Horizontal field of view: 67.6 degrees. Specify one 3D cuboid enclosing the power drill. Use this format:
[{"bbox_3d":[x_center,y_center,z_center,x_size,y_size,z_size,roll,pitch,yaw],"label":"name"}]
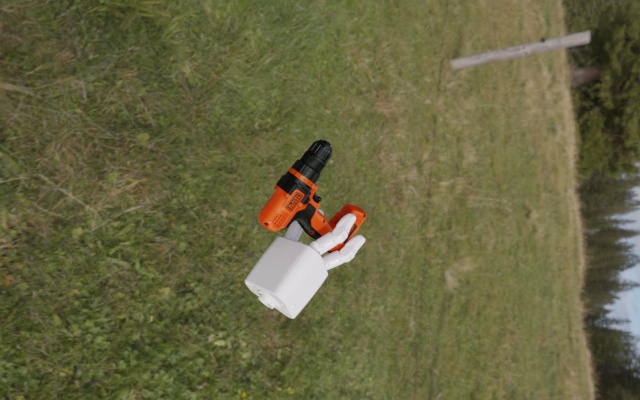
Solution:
[{"bbox_3d":[0.000,0.003,0.872,0.188,0.184,0.057,37,1,-38],"label":"power drill"}]
